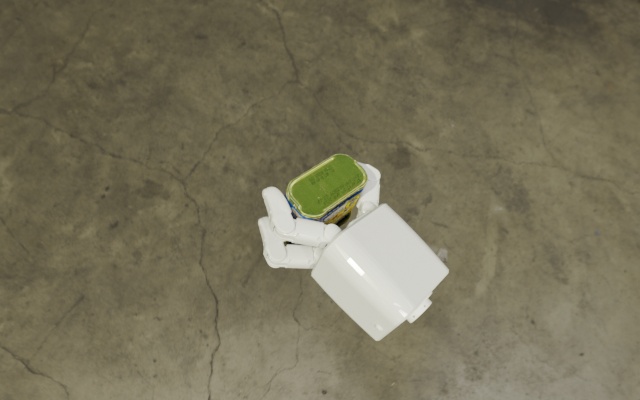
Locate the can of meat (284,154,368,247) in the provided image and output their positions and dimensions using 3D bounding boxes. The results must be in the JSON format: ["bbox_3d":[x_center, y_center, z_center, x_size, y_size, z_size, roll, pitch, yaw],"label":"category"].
[{"bbox_3d":[0.000,0.002,0.551,0.102,0.057,0.084,-34,-17,-29],"label":"can of meat"}]
